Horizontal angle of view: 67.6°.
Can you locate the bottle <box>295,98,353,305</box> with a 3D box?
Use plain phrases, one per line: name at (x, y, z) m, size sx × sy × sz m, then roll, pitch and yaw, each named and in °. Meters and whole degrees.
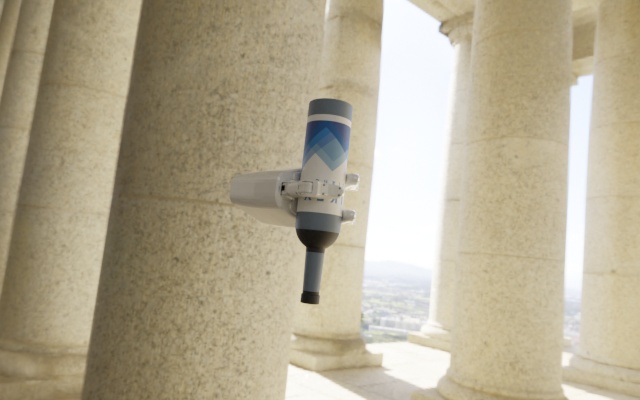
bottle at (0.000, 0.002, 0.702) m, size 0.069 × 0.295 × 0.069 m, roll 6°, pitch -7°, yaw 1°
